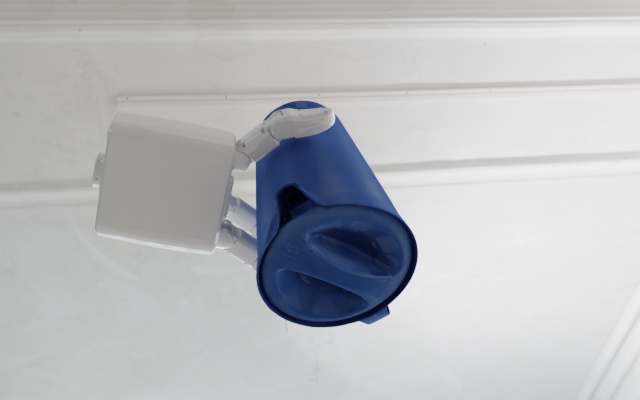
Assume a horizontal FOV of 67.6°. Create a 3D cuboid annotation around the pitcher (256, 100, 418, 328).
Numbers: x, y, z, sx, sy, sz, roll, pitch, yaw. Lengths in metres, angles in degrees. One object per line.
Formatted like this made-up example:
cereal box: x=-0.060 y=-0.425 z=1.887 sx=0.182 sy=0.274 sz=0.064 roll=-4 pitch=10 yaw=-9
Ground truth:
pitcher: x=0.000 y=0.002 z=0.483 sx=0.145 sy=0.149 sz=0.242 roll=7 pitch=32 yaw=-16
